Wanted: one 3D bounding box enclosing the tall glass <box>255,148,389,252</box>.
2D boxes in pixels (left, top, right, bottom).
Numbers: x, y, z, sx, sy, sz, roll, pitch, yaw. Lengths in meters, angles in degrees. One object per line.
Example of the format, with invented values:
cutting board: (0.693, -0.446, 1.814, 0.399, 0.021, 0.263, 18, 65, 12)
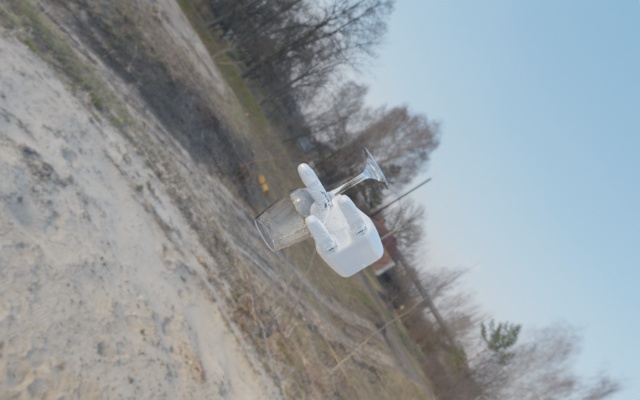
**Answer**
tall glass: (0.001, 0.002, 0.731, 0.201, 0.079, 0.079, -31, -1, 2)
